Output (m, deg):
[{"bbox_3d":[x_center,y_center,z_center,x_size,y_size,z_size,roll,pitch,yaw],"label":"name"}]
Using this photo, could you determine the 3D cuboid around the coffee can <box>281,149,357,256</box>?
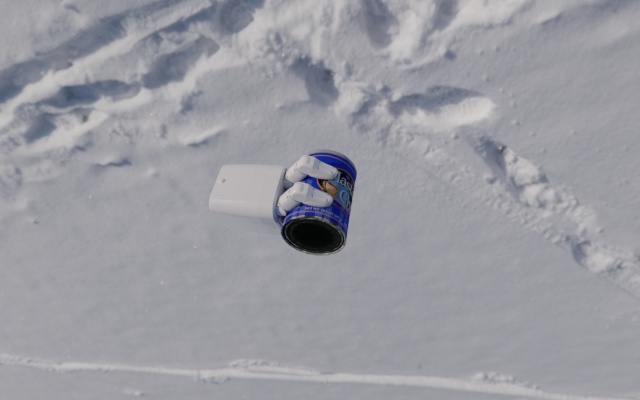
[{"bbox_3d":[0.000,0.002,0.772,0.103,0.140,0.103,7,-38,6],"label":"coffee can"}]
